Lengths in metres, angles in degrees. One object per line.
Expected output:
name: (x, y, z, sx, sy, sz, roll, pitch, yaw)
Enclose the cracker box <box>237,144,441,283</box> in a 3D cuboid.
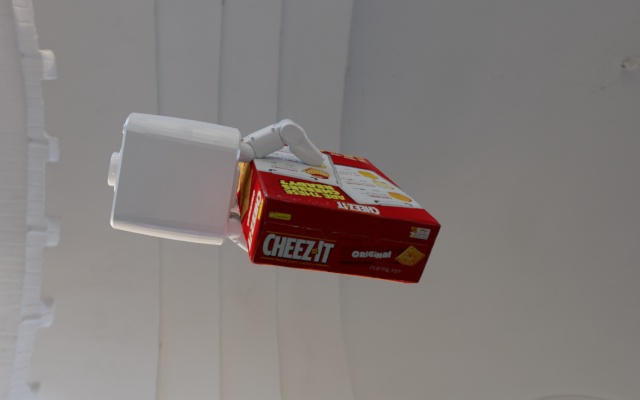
cracker box: (0.000, 0.001, 0.505, 0.164, 0.072, 0.213, 9, 19, -17)
